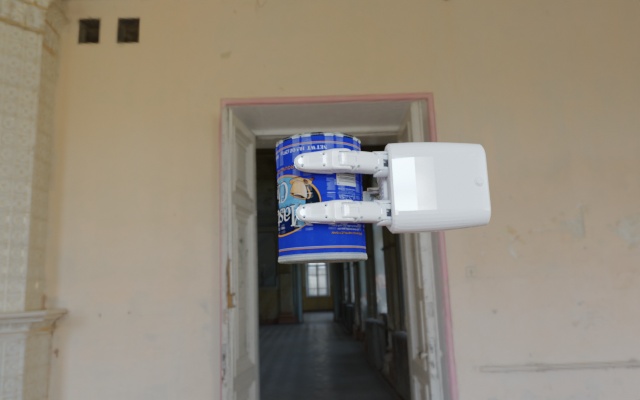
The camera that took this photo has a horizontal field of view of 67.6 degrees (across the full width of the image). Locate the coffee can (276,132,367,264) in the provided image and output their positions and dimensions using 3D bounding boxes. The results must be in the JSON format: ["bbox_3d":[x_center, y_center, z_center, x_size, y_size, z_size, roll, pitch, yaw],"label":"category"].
[{"bbox_3d":[0.000,0.002,0.562,0.103,0.140,0.103,-2,-9,0],"label":"coffee can"}]
